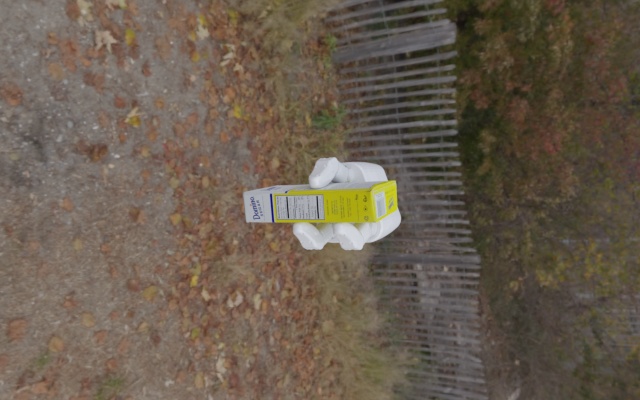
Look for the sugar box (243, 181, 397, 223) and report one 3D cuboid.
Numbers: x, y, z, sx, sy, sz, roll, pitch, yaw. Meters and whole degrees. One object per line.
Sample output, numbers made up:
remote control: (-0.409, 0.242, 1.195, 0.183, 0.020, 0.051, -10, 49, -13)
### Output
sugar box: (0.000, 0.003, 0.610, 0.176, 0.048, 0.093, -4, 6, 26)
